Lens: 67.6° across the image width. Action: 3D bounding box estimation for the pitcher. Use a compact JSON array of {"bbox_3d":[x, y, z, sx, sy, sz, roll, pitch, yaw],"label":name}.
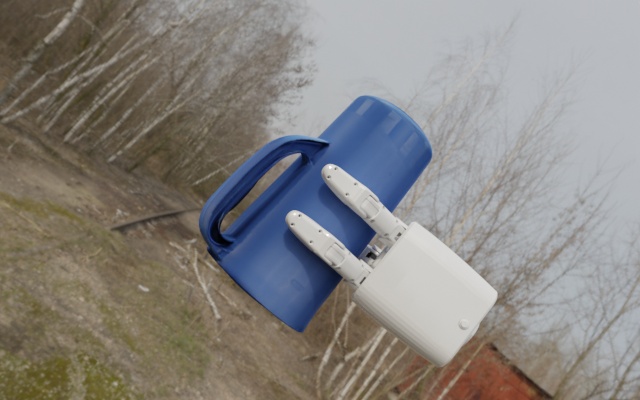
[{"bbox_3d":[0.000,0.002,0.504,0.145,0.243,0.149,40,-8,9],"label":"pitcher"}]
